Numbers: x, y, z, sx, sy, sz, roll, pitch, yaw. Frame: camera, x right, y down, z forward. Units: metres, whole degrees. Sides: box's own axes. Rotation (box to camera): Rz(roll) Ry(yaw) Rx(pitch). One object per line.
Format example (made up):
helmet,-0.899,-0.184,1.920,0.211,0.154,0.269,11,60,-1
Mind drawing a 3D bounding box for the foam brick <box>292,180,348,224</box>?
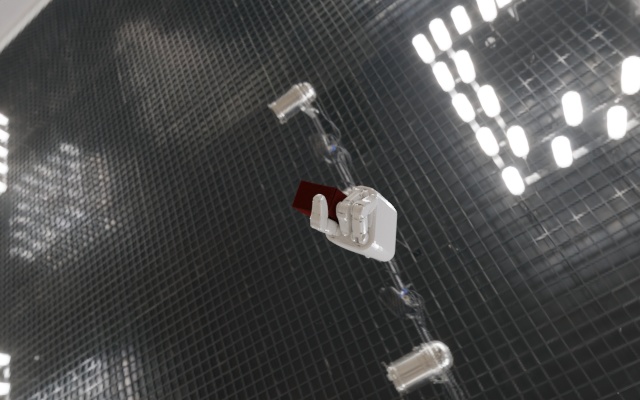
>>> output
foam brick,0.000,0.003,0.836,0.078,0.053,0.051,15,-10,35
